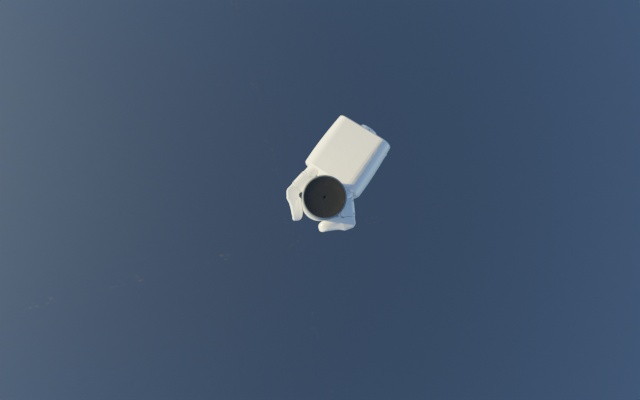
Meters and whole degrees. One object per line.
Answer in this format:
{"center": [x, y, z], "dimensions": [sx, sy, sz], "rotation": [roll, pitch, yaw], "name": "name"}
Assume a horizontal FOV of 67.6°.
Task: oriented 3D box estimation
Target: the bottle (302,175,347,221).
{"center": [0.000, 0.003, 0.849], "dimensions": [0.069, 0.069, 0.296], "rotation": [0, -3, -2], "name": "bottle"}
